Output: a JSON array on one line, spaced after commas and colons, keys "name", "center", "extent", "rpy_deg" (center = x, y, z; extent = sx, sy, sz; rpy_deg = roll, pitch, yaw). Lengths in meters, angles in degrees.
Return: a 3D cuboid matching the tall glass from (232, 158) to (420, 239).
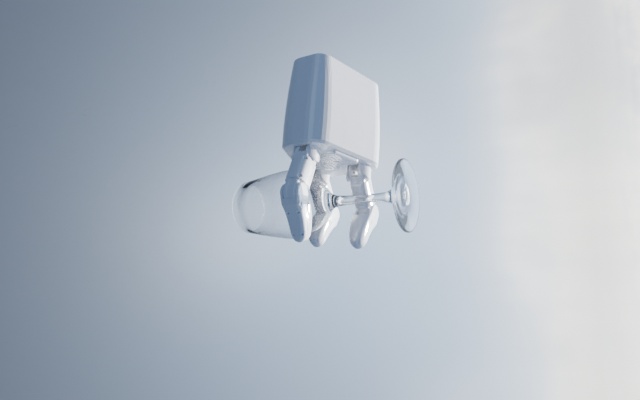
[{"name": "tall glass", "center": [0.001, 0.002, 0.522], "extent": [0.201, 0.079, 0.079], "rpy_deg": [-5, -3, 30]}]
